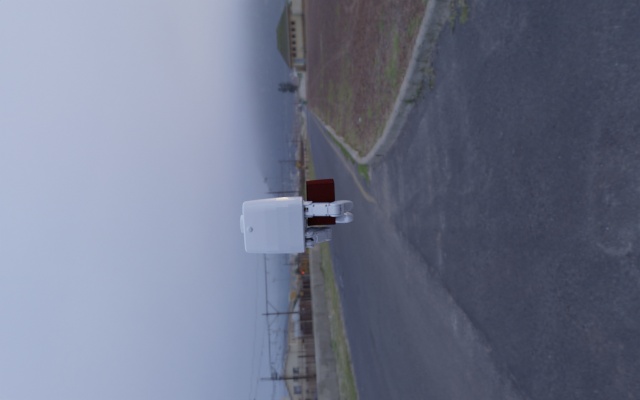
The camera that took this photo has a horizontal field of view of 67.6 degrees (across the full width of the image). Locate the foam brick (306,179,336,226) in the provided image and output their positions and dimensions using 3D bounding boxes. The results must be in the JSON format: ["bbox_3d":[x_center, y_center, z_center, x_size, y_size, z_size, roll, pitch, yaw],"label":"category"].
[{"bbox_3d":[0.000,0.003,0.866,0.051,0.078,0.053,-2,10,-1],"label":"foam brick"}]
